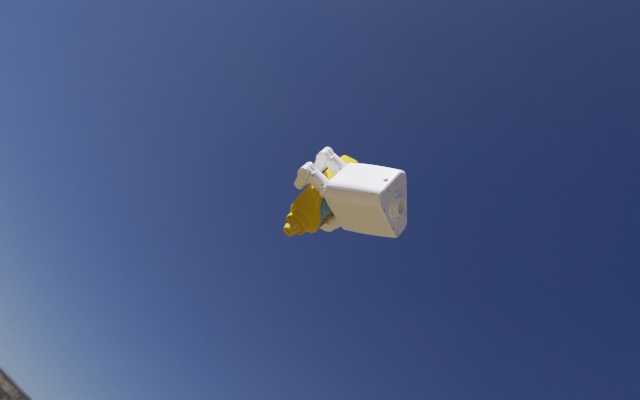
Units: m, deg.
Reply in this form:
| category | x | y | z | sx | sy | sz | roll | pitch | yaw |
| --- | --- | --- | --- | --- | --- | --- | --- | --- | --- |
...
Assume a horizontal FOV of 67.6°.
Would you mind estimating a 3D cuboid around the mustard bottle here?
| category | x | y | z | sx | sy | sz | roll | pitch | yaw |
| --- | --- | --- | --- | --- | --- | --- | --- | --- | --- |
| mustard bottle | 0.000 | 0.003 | 0.857 | 0.058 | 0.096 | 0.191 | 30 | 48 | 20 |
